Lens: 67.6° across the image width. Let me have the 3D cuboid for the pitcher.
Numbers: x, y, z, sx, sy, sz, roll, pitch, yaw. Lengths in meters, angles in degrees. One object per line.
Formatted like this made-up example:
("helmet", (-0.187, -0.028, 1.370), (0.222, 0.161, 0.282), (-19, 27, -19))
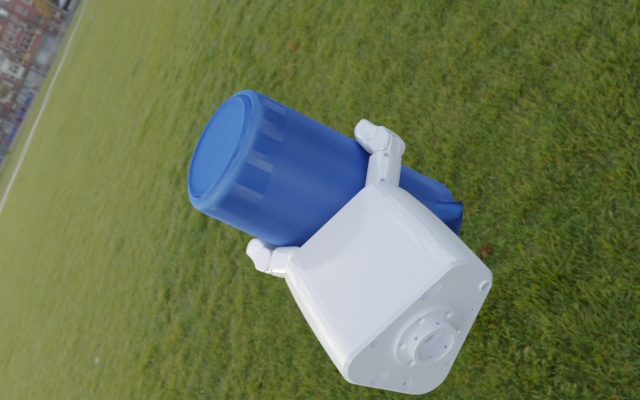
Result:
("pitcher", (0.000, 0.002, 0.457), (0.243, 0.149, 0.145), (25, 16, -33))
